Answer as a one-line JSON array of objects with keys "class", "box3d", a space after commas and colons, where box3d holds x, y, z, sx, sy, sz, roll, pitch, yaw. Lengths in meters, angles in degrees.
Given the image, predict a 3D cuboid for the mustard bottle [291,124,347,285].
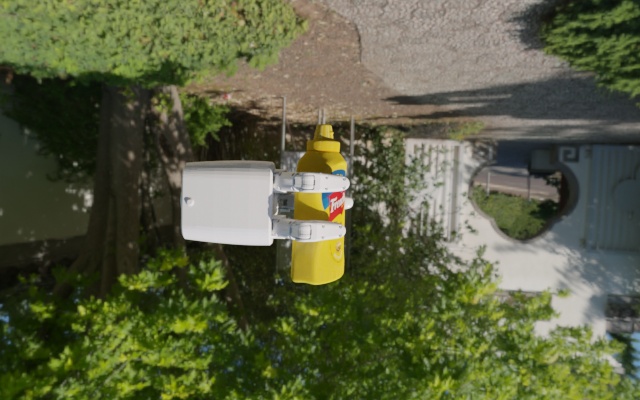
[{"class": "mustard bottle", "box3d": [0.000, 0.002, 0.595, 0.058, 0.191, 0.096, 3, 3, 24]}]
